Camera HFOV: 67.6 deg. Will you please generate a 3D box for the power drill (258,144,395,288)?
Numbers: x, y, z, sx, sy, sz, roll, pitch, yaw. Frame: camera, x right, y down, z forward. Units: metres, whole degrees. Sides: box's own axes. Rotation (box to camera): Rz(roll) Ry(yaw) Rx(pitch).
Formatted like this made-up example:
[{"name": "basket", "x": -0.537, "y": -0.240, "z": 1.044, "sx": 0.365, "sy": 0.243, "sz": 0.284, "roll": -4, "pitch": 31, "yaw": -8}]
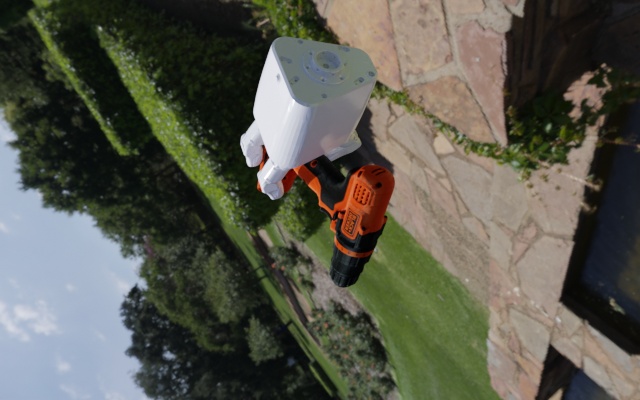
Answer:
[{"name": "power drill", "x": 0.000, "y": 0.002, "z": 0.617, "sx": 0.187, "sy": 0.185, "sz": 0.057, "roll": 37, "pitch": 40, "yaw": 27}]
